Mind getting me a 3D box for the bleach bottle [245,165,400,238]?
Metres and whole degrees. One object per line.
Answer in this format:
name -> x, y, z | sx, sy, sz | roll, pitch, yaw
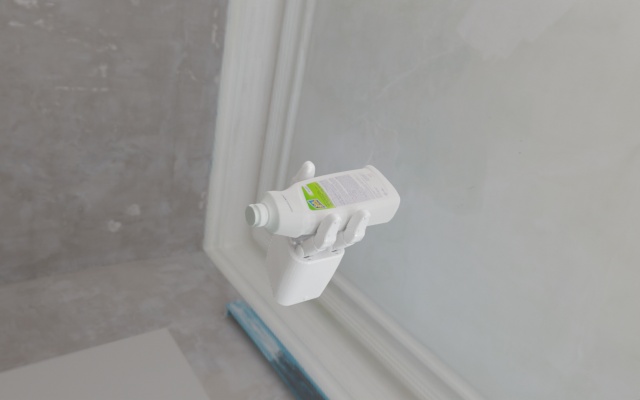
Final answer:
bleach bottle -> 0.000, 0.002, 0.719 | 0.251, 0.068, 0.102 | -7, 44, -37
